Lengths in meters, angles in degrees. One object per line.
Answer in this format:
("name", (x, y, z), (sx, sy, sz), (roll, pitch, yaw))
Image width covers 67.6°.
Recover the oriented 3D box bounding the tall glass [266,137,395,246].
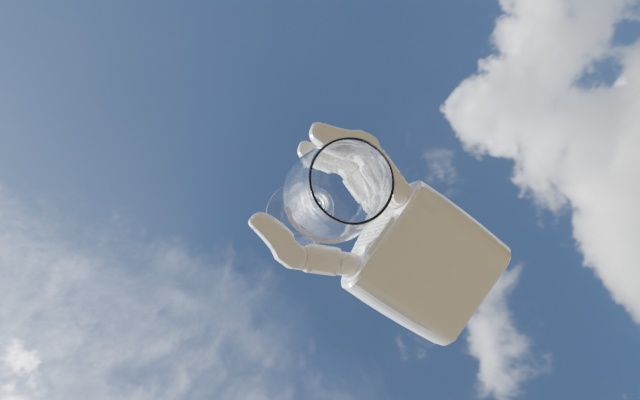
("tall glass", (0.000, 0.001, 0.422), (0.079, 0.079, 0.201), (0, -9, -13))
